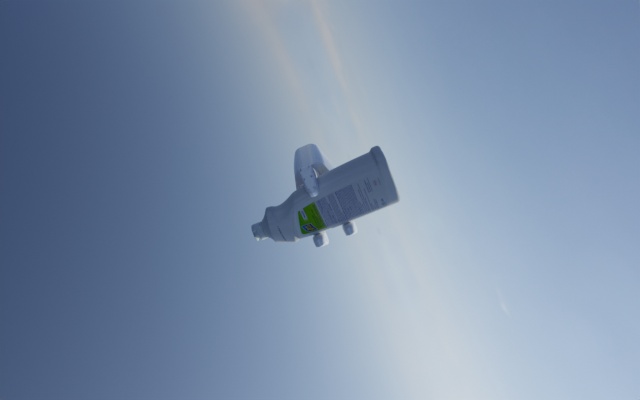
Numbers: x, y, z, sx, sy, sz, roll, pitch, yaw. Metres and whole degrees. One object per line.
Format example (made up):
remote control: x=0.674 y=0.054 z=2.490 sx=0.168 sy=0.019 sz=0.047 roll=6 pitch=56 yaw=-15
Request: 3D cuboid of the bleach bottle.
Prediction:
bleach bottle: x=0.000 y=0.003 z=0.800 sx=0.251 sy=0.103 sz=0.068 roll=-22 pitch=29 yaw=5
